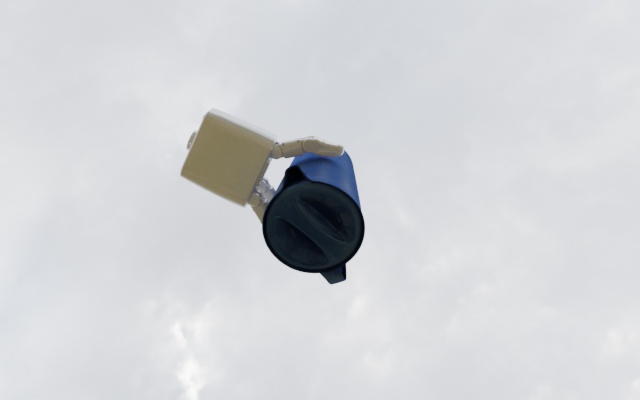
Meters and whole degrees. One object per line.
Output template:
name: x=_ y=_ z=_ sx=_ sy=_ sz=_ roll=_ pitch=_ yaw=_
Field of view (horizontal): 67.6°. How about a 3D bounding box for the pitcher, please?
pitcher: x=0.000 y=0.002 z=0.721 sx=0.145 sy=0.149 sz=0.242 roll=23 pitch=22 yaw=-6
